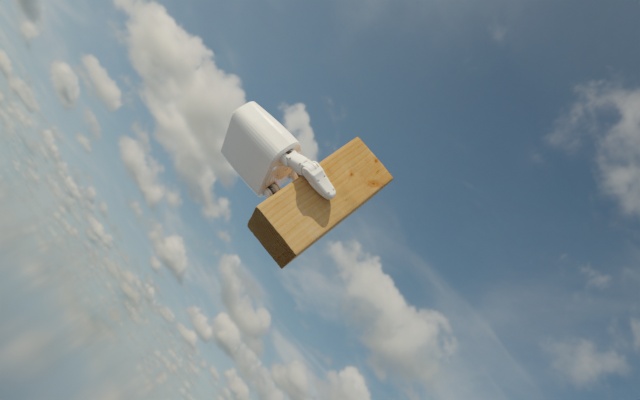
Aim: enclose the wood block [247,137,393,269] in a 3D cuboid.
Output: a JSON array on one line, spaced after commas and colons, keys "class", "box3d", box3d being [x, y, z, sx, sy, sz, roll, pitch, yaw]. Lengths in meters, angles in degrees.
[{"class": "wood block", "box3d": [0.000, 0.002, 0.737, 0.206, 0.090, 0.091, -37, -6, -26]}]
